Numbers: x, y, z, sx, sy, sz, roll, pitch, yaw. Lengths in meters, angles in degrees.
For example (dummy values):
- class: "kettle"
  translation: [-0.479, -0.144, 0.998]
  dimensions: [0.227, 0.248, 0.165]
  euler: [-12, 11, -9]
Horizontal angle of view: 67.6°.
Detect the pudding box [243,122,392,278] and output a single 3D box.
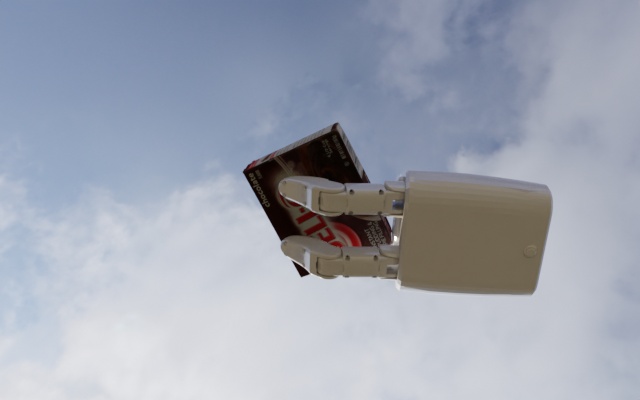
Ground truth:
- class: "pudding box"
  translation: [0.000, 0.001, 0.415]
  dimensions: [0.090, 0.113, 0.039]
  euler: [-23, 14, 16]
